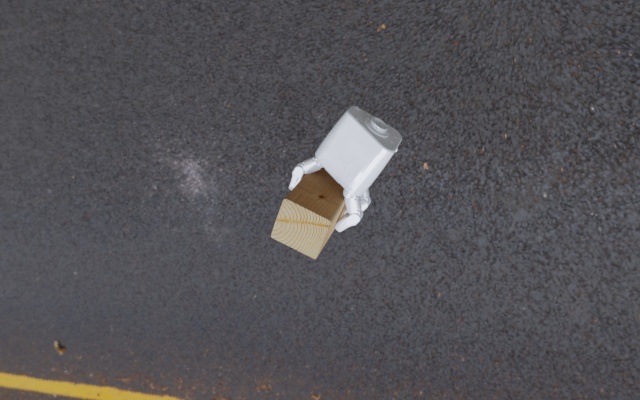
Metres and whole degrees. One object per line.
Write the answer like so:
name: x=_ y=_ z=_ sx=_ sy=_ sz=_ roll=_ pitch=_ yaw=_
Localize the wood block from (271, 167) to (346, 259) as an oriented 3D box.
wood block: x=0.000 y=0.003 z=0.884 sx=0.091 sy=0.090 sz=0.206 roll=26 pitch=33 yaw=7
